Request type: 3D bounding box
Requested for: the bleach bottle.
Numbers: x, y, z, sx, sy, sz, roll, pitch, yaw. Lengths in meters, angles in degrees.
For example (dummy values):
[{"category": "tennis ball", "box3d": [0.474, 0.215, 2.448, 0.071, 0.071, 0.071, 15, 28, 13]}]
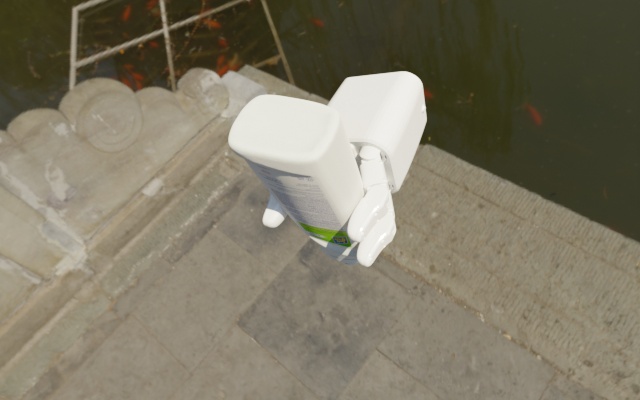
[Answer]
[{"category": "bleach bottle", "box3d": [0.000, 0.002, 0.506, 0.102, 0.068, 0.251, 15, -26, 25]}]
